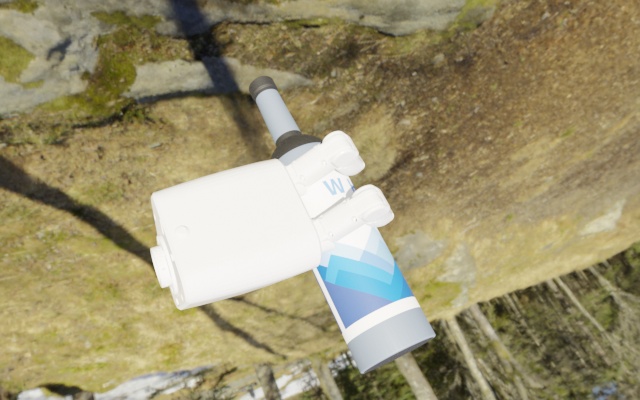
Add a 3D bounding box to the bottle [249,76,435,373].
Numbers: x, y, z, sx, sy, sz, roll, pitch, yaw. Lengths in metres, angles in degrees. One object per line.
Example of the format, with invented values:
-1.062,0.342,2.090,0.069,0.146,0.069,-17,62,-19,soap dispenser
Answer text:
0.000,0.002,0.434,0.069,0.295,0.069,-23,-24,-10,bottle
